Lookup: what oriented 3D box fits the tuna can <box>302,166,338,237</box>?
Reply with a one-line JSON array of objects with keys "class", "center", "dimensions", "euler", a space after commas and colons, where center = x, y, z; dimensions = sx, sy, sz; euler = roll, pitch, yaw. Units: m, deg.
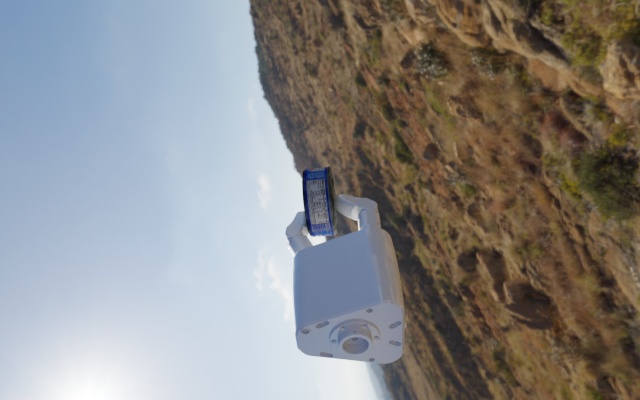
[{"class": "tuna can", "center": [0.000, 0.002, 0.590], "dimensions": [0.034, 0.086, 0.086], "euler": [-6, -1, 5]}]
